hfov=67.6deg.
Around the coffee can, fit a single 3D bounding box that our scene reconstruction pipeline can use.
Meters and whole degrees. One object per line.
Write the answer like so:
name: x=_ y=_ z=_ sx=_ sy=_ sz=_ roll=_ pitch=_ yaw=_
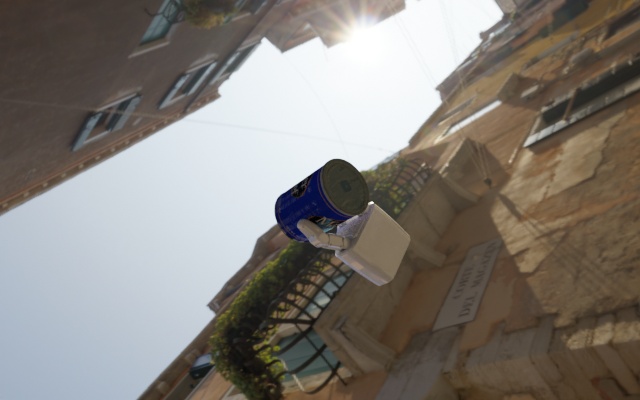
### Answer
coffee can: x=0.000 y=0.003 z=0.832 sx=0.103 sy=0.102 sz=0.140 roll=0 pitch=-23 yaw=-42
